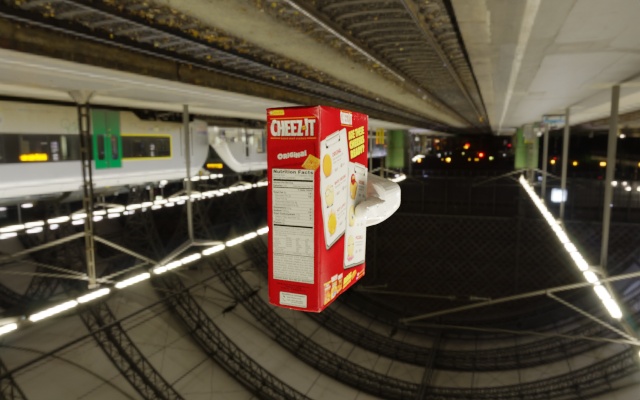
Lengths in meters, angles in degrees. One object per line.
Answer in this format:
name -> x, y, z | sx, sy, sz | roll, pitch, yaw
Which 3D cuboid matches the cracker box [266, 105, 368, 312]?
cracker box -> 0.000, 0.002, 0.565 | 0.072, 0.214, 0.164 | 2, 7, 22
